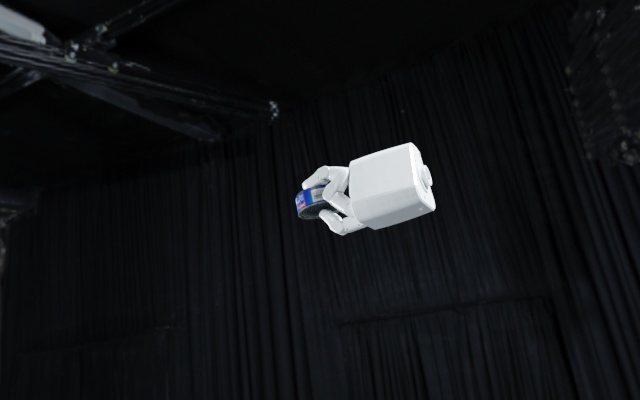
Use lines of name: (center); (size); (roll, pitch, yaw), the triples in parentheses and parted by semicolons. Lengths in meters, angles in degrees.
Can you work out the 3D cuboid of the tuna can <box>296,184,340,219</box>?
tuna can: (0.000, 0.002, 0.836); (0.086, 0.033, 0.086); (-11, -19, -4)
